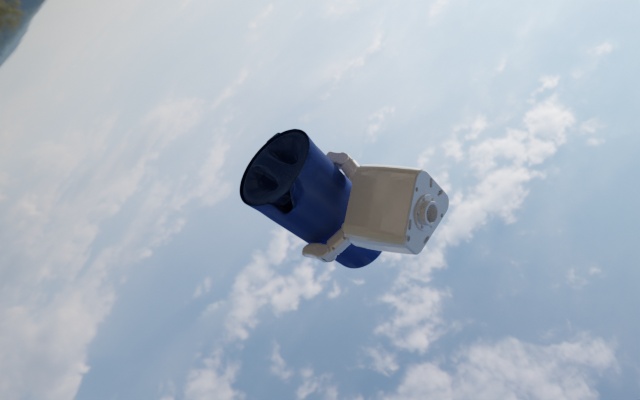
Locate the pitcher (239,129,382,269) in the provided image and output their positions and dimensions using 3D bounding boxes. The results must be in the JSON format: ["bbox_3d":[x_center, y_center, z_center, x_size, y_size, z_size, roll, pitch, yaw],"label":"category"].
[{"bbox_3d":[0.000,0.003,0.756,0.145,0.149,0.243,4,-28,46],"label":"pitcher"}]
